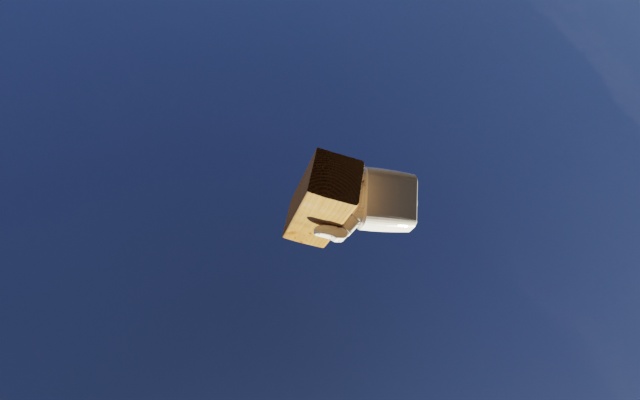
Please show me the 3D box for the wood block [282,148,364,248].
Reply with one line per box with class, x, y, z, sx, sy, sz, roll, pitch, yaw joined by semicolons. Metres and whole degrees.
wood block;0.000;0.003;0.877;0.090;0.090;0.206;16;-29;-9
